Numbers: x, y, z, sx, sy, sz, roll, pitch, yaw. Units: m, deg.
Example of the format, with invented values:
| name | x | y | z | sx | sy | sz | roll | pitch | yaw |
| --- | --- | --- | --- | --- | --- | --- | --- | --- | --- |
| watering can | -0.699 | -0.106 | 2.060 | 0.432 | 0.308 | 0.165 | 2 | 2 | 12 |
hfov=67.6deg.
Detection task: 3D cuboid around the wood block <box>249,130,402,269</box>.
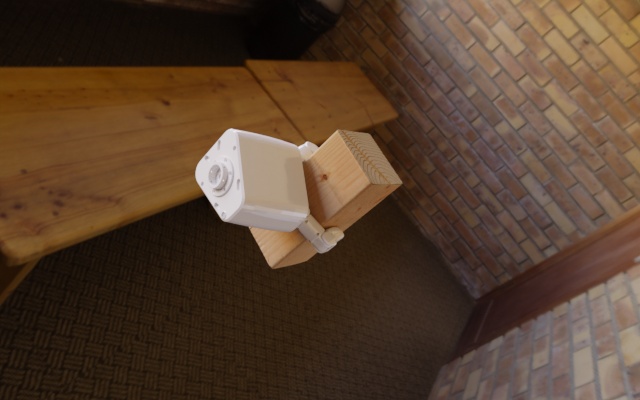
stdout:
| name | x | y | z | sx | sy | sz | roll | pitch | yaw |
| --- | --- | --- | --- | --- | --- | --- | --- | --- | --- |
| wood block | 0.000 | 0.002 | 0.684 | 0.206 | 0.090 | 0.090 | -41 | -20 | 29 |
